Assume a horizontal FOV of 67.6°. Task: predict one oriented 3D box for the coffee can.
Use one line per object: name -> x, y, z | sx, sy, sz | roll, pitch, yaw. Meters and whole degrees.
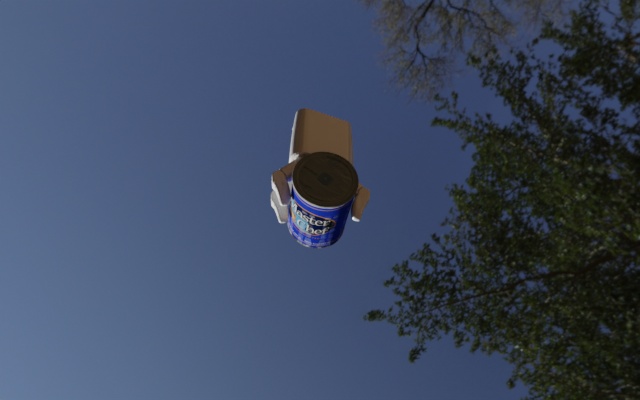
coffee can -> 0.000, 0.003, 0.786 | 0.103, 0.102, 0.140 | 0, -32, -8
